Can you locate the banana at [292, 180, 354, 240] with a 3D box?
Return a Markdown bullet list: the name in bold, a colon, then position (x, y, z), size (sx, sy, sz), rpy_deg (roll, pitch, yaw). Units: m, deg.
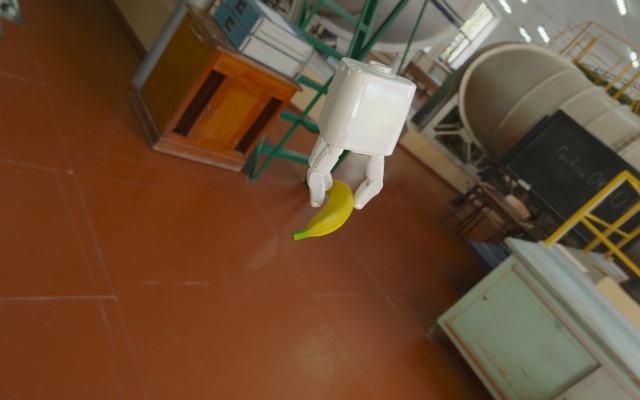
- **banana**: position (0.017, 0.005, 0.727), size (0.069, 0.037, 0.197), rpy_deg (5, 23, 15)
